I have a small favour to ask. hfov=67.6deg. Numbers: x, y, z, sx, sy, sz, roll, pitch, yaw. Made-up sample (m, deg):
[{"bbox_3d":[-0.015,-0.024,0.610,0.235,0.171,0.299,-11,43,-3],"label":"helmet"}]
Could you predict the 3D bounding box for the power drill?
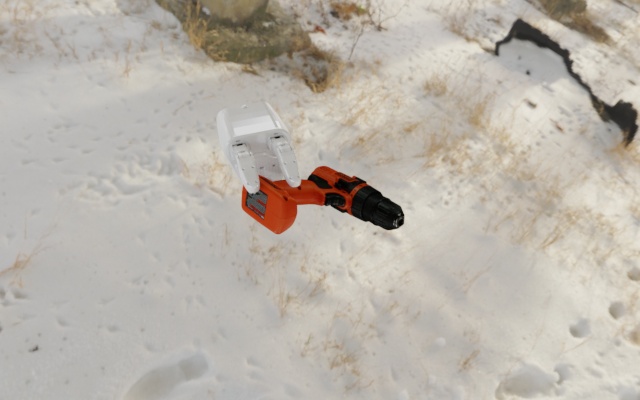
[{"bbox_3d":[0.000,0.002,0.666,0.187,0.057,0.184,-5,23,-41],"label":"power drill"}]
